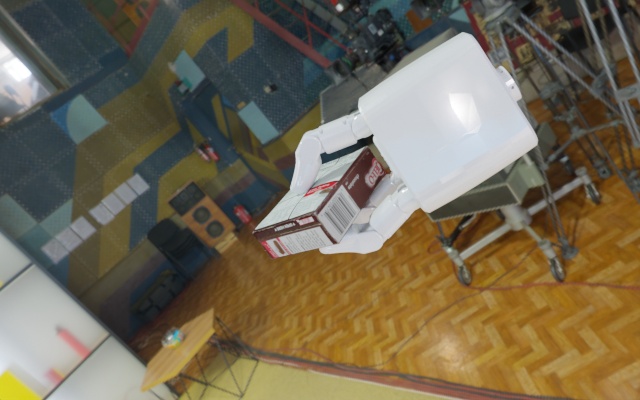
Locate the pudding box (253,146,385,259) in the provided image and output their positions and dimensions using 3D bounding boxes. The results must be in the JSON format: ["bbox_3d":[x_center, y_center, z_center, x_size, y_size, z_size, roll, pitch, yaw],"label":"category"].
[{"bbox_3d":[0.000,0.001,0.458,0.090,0.039,0.113,-19,22,43],"label":"pudding box"}]
